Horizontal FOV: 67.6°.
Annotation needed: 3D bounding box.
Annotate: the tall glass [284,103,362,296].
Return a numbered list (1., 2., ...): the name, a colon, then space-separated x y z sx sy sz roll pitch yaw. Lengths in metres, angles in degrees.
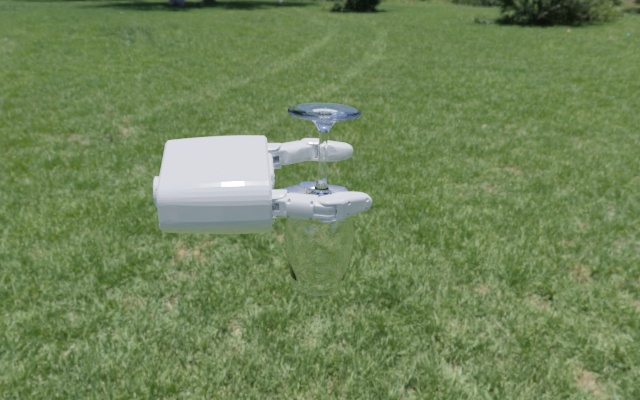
1. tall glass: 0.000 0.001 0.516 0.079 0.201 0.079 2 23 -1
